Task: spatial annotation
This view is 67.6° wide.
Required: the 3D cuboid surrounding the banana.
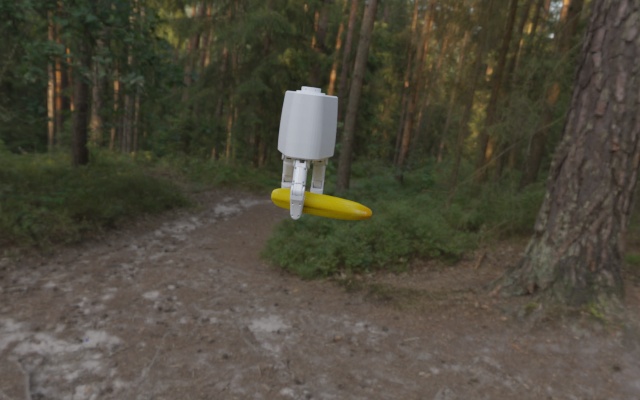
[{"bbox_3d":[-0.011,0.004,0.825,0.198,0.037,0.069,11,10,26],"label":"banana"}]
